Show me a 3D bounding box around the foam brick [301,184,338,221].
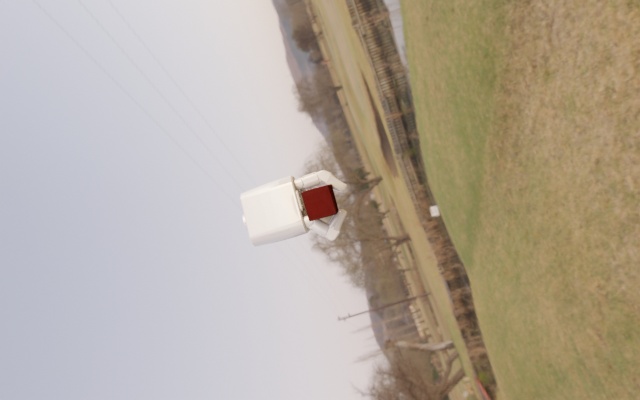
[{"bbox_3d":[0.000,0.003,0.850,0.051,0.053,0.078,-15,2,5],"label":"foam brick"}]
